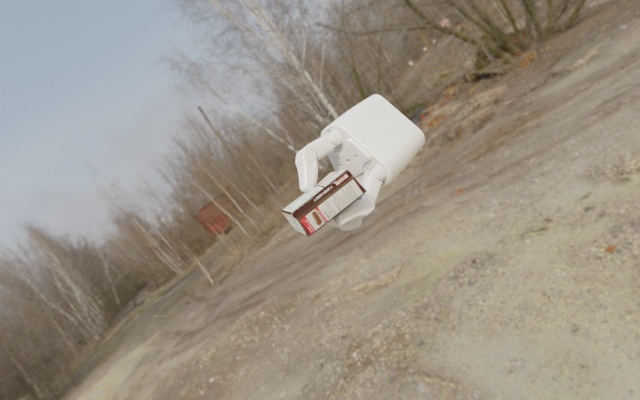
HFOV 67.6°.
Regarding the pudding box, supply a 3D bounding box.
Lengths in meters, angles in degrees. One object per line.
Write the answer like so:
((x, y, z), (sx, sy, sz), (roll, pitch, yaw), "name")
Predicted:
((0.000, 0.002, 0.606), (0.090, 0.039, 0.113), (-39, 6, -8), "pudding box")
